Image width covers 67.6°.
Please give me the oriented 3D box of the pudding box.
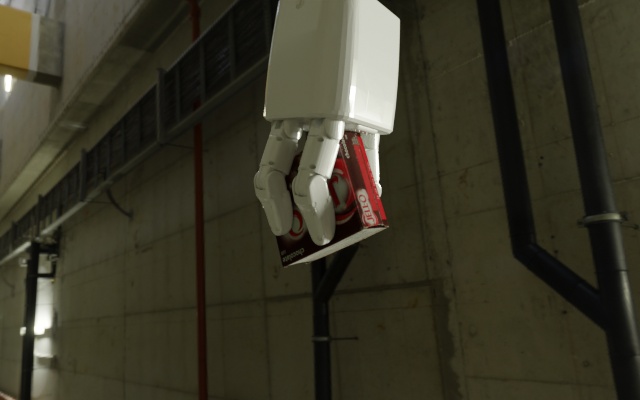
[{"bbox_3d":[0.000,0.001,0.430,0.039,0.090,0.113,0,-22,-40],"label":"pudding box"}]
